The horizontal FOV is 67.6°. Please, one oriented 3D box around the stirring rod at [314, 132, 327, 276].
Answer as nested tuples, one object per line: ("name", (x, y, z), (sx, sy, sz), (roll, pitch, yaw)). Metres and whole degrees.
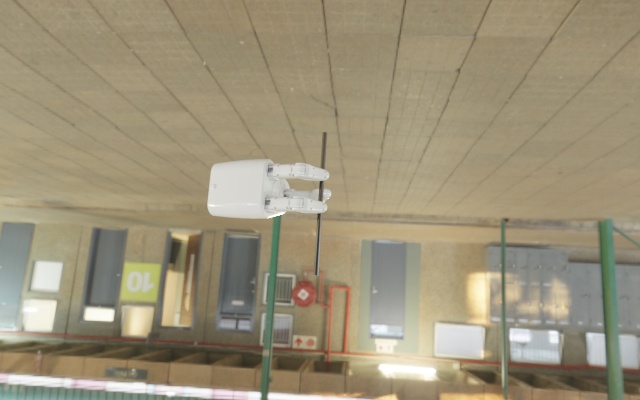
("stirring rod", (0.000, 0.002, 0.789), (0.011, 0.239, 0.011), (3, -11, 1))
